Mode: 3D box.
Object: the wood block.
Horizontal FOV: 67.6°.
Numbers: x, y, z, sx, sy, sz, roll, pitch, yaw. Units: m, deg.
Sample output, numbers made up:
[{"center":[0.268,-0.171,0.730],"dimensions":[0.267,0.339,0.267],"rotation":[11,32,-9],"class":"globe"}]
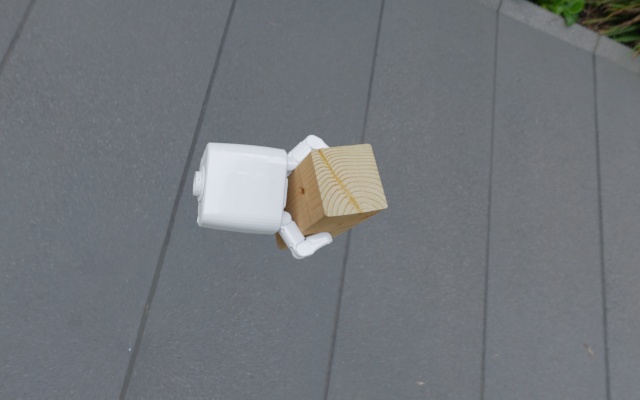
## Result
[{"center":[0.000,0.003,0.690],"dimensions":[0.090,0.090,0.206],"rotation":[-8,-13,-24],"class":"wood block"}]
